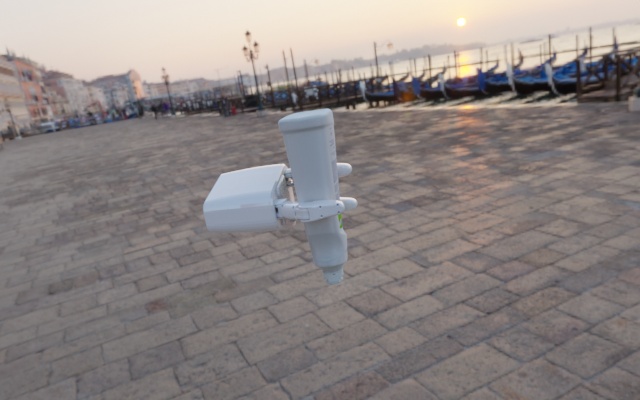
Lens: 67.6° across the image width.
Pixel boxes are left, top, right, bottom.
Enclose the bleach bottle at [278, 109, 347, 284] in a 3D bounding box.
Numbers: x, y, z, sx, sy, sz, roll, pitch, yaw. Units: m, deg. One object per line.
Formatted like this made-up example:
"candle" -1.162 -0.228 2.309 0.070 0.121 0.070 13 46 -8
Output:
"bleach bottle" 0.000 0.002 0.676 0.068 0.251 0.102 -6 15 12
